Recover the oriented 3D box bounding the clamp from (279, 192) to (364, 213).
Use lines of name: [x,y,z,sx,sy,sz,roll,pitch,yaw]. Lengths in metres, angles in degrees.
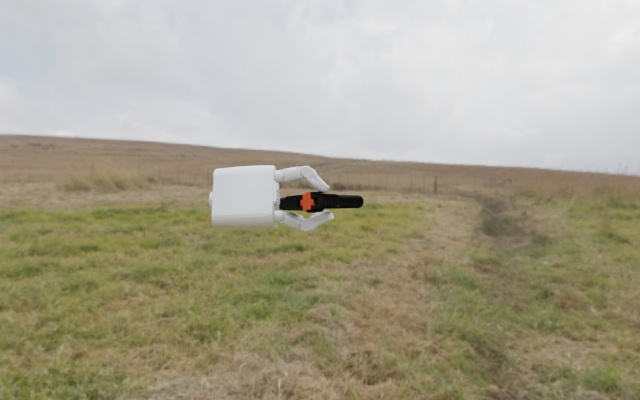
clamp: [0.000,0.002,0.832,0.164,0.036,0.210,-3,-1,0]
